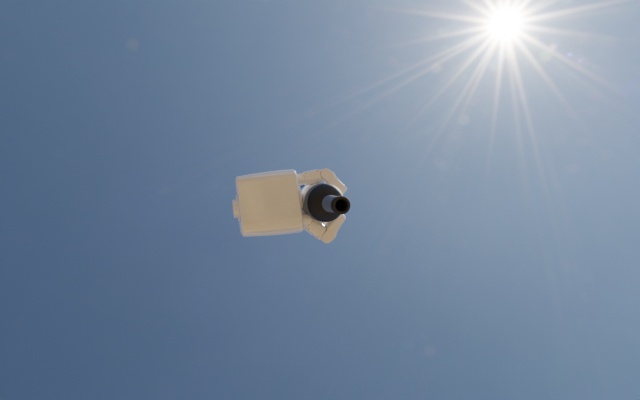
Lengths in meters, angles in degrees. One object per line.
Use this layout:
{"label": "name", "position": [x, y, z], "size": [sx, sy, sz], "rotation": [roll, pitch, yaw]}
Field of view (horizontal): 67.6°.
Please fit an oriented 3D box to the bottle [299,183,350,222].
{"label": "bottle", "position": [0.000, 0.003, 0.848], "size": [0.069, 0.069, 0.295], "rotation": [0, 2, -12]}
